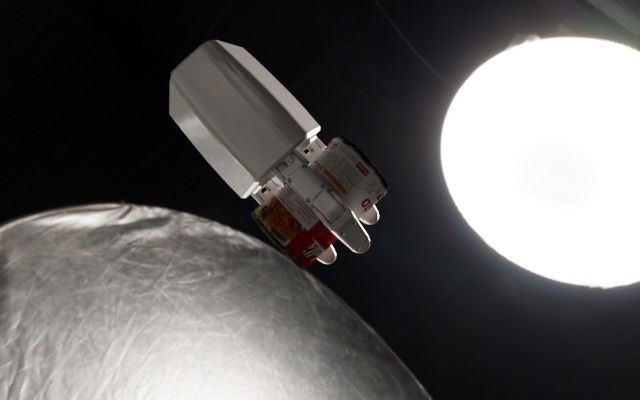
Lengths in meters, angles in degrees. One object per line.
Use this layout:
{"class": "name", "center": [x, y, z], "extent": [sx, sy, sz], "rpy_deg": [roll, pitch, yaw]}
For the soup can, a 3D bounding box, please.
{"class": "soup can", "center": [0.001, 0.002, 0.412], "extent": [0.102, 0.068, 0.068], "rpy_deg": [-43, 2, -3]}
